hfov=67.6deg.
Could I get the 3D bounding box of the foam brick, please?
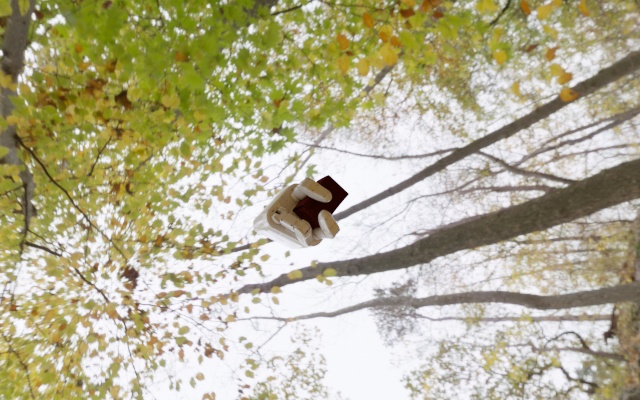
[{"bbox_3d":[0.000,0.003,0.830,0.053,0.078,0.051,45,-24,-10],"label":"foam brick"}]
